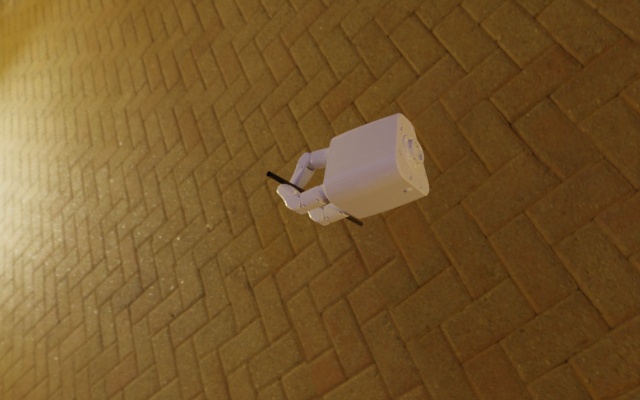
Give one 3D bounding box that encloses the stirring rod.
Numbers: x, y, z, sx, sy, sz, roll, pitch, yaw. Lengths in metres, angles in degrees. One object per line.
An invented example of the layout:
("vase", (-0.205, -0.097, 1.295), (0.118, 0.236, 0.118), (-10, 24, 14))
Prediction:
("stirring rod", (0.000, 0.002, 0.739), (0.011, 0.011, 0.239), (0, -19, 38))
